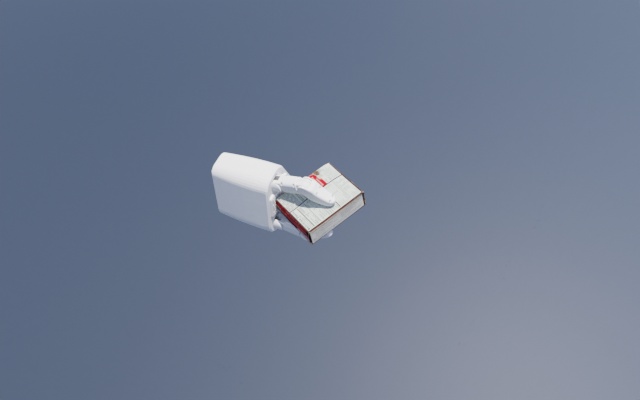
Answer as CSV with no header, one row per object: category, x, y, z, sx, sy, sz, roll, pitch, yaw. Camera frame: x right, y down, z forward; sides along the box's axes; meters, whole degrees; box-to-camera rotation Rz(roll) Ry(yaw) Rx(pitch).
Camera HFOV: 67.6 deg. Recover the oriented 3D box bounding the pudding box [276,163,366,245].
pudding box,0.000,0.002,0.751,0.113,0.090,0.039,-37,-33,-15
